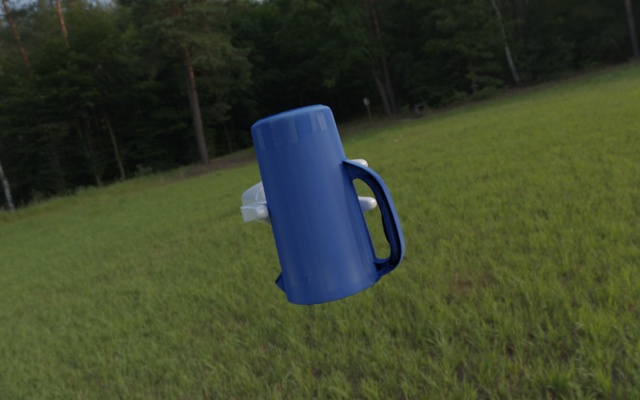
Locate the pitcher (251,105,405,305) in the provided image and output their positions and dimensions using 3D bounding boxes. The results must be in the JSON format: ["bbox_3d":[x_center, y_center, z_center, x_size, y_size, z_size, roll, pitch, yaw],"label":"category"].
[{"bbox_3d":[0.000,0.002,0.627,0.149,0.243,0.145,-17,7,-22],"label":"pitcher"}]
